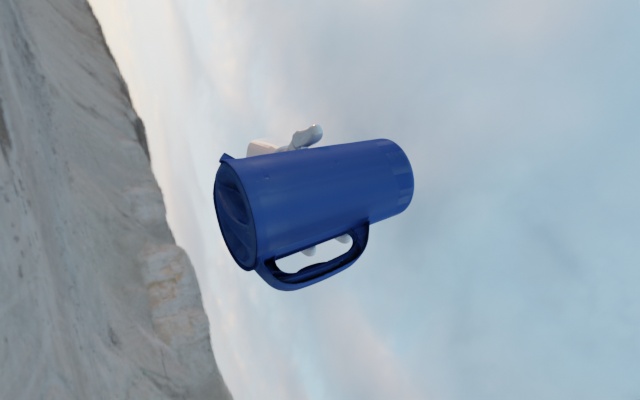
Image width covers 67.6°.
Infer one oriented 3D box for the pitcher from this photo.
[{"bbox_3d":[0.000,0.002,0.601,0.243,0.149,0.145,-15,19,-28],"label":"pitcher"}]
